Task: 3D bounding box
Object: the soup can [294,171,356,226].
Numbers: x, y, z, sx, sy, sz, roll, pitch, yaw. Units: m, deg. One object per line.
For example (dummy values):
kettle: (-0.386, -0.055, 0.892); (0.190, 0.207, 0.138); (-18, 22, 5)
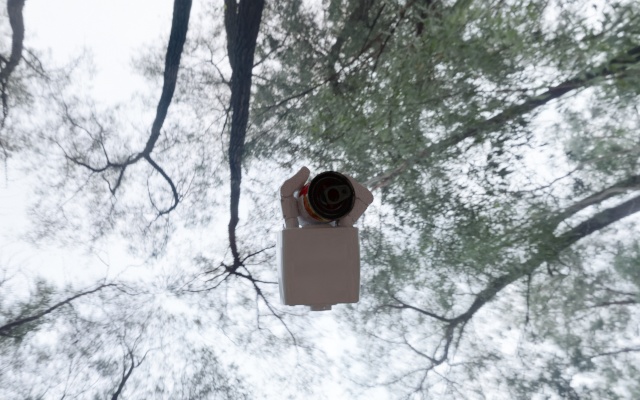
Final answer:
soup can: (0.000, 0.002, 0.683); (0.068, 0.068, 0.102); (0, -10, -18)
